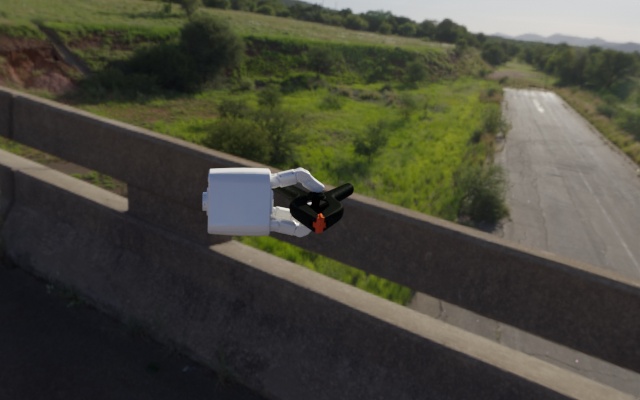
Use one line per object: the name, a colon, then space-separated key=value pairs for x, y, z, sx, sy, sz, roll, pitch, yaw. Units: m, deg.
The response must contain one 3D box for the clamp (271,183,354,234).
clamp: x=0.000 y=0.002 z=0.860 sx=0.164 sy=0.036 sz=0.210 roll=0 pitch=21 yaw=-12
